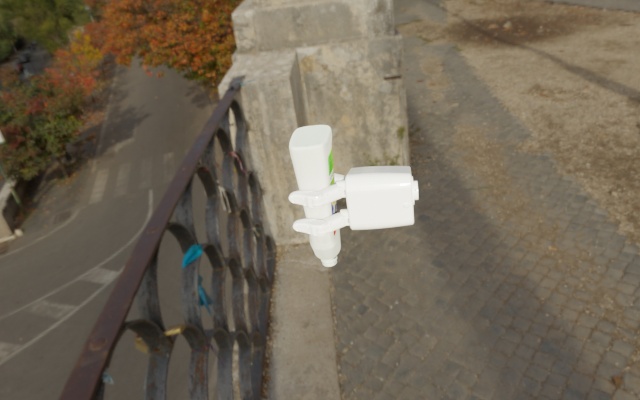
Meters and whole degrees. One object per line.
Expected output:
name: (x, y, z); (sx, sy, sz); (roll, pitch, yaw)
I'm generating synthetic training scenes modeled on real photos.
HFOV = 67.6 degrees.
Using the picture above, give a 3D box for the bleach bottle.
bleach bottle: (0.000, 0.003, 0.838); (0.068, 0.251, 0.102); (-4, 29, 9)
